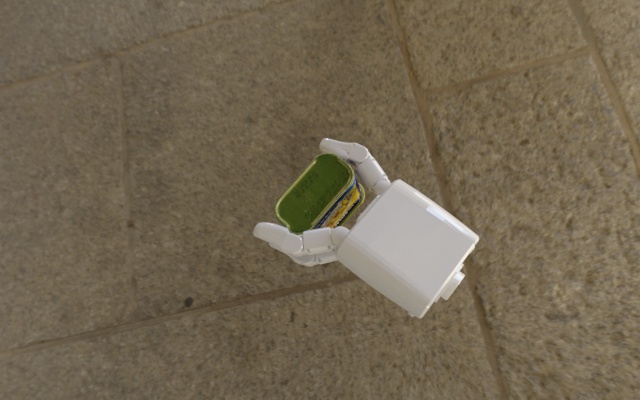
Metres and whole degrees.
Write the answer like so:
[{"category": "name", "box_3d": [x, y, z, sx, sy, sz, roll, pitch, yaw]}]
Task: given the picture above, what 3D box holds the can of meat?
[{"category": "can of meat", "box_3d": [0.000, 0.002, 0.547, 0.057, 0.102, 0.084, 40, -4, 18]}]
